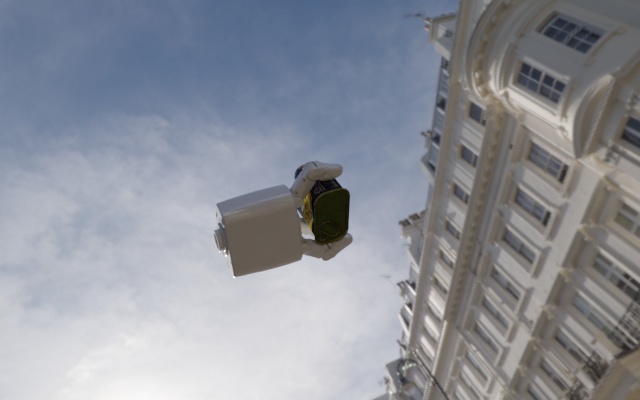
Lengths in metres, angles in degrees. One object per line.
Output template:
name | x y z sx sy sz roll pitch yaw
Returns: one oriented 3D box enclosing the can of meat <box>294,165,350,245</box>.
can of meat | 0.000 0.002 0.734 0.057 0.102 0.084 -17 42 -19
